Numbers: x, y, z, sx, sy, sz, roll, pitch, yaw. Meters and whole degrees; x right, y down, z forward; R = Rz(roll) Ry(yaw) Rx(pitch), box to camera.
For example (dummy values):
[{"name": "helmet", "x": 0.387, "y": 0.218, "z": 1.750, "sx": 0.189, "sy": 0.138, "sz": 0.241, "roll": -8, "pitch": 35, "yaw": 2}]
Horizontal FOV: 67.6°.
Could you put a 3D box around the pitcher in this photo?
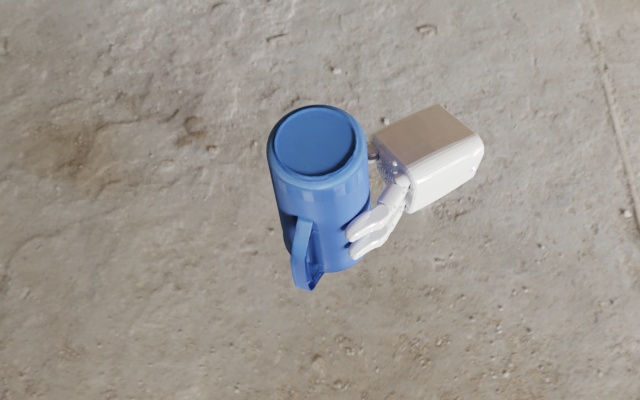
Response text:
[{"name": "pitcher", "x": 0.000, "y": 0.002, "z": 0.600, "sx": 0.145, "sy": 0.149, "sz": 0.243, "roll": -25, "pitch": -26, "yaw": -8}]
